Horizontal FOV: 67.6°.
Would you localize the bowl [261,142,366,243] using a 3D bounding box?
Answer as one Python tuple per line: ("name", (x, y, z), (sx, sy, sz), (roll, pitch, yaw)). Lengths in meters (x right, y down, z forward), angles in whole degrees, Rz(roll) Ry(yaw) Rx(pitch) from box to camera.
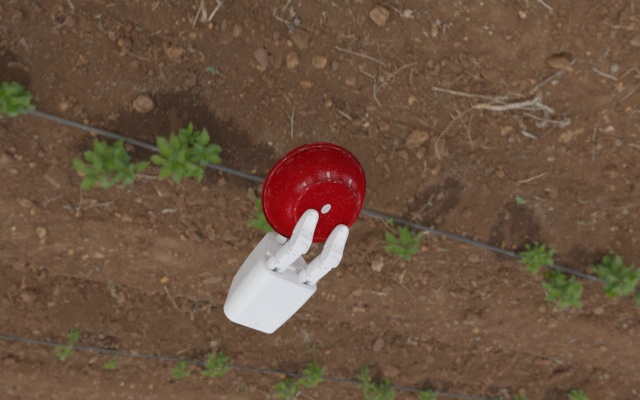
("bowl", (0.001, 0.001, 0.676), (0.162, 0.162, 0.055), (0, 26, -20))
